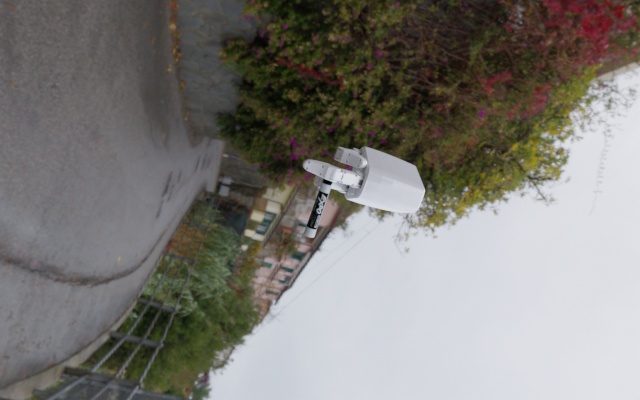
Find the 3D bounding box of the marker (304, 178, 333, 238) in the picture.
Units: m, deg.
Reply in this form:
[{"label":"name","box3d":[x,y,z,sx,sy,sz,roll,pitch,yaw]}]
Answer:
[{"label":"marker","box3d":[0.000,0.003,0.781,0.020,0.121,0.020,18,12,-4]}]
